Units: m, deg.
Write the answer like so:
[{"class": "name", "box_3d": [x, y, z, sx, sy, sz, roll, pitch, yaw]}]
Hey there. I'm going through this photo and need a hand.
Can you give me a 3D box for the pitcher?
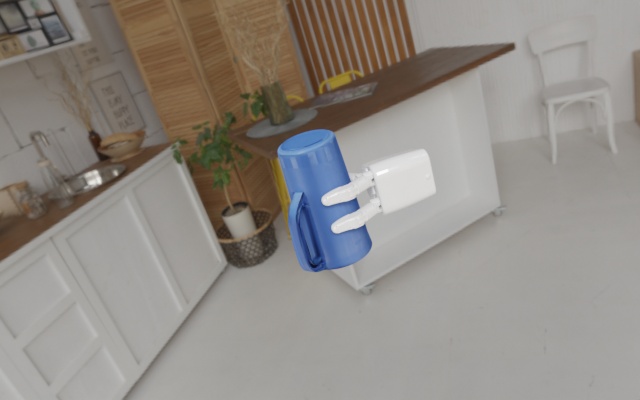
[{"class": "pitcher", "box_3d": [0.000, 0.003, 0.883, 0.145, 0.243, 0.149, -19, 23, -2]}]
